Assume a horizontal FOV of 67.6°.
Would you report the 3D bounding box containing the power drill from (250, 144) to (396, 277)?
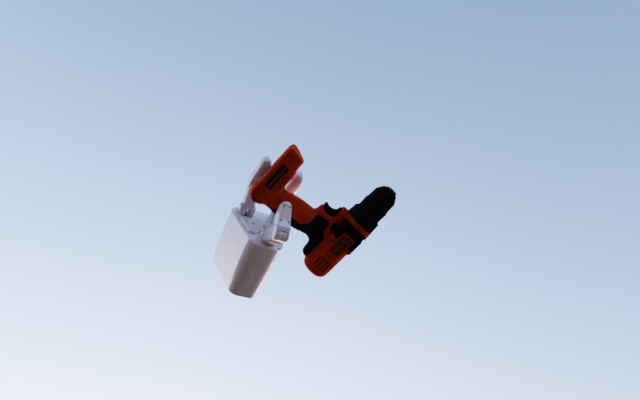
[{"bbox_3d":[0.000,0.002,0.742,0.188,0.184,0.057,43,4,-9],"label":"power drill"}]
